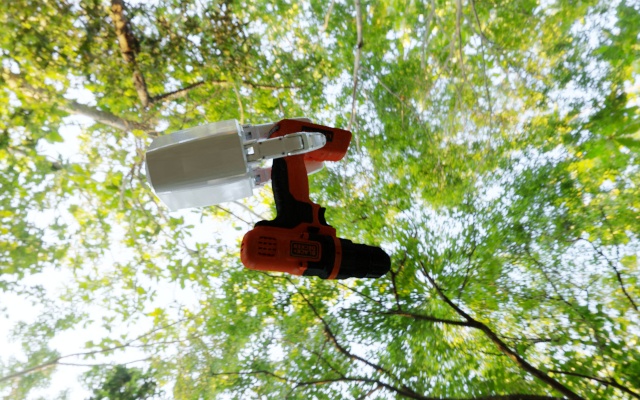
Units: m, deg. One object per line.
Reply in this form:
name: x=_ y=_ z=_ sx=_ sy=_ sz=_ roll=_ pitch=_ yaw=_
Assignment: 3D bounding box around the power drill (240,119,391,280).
power drill: x=0.000 y=0.001 z=0.580 sx=0.184 sy=0.187 sz=0.057 roll=9 pitch=-22 yaw=-20
